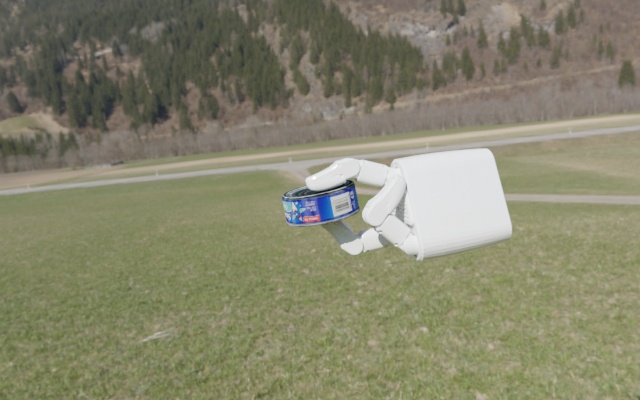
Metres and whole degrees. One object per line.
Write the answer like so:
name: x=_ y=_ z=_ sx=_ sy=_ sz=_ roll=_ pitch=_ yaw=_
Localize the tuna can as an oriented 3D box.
tuna can: x=0.000 y=0.001 z=0.545 sx=0.086 sy=0.034 sz=0.086 roll=-11 pitch=11 yaw=2
